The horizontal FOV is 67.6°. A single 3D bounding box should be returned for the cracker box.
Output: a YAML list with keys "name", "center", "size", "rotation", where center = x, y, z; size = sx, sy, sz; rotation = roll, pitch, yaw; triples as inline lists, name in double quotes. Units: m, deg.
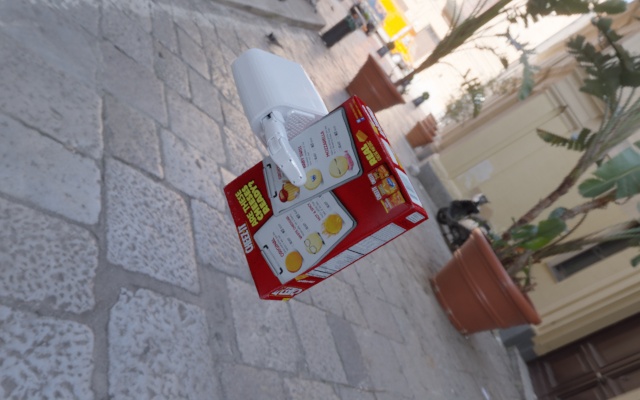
- name: "cracker box"
  center: [0.000, 0.002, 0.584]
  size: [0.214, 0.164, 0.072]
  rotation: [-33, -28, 19]
